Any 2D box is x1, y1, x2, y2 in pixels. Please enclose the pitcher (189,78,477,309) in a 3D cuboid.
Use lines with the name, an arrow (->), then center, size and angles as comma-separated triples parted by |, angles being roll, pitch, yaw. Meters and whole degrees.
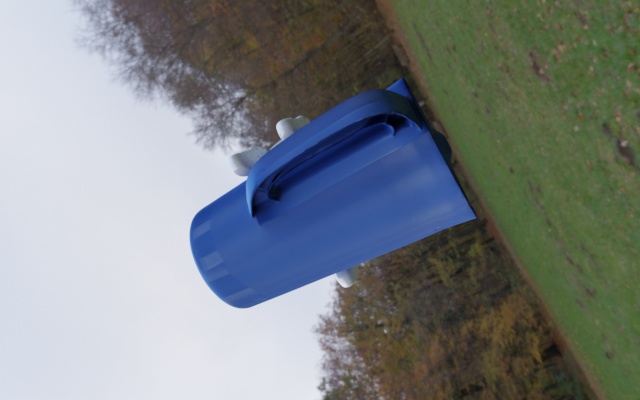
pitcher -> 0.000, 0.001, 0.429 | 0.243, 0.149, 0.145 | -28, 16, 16
